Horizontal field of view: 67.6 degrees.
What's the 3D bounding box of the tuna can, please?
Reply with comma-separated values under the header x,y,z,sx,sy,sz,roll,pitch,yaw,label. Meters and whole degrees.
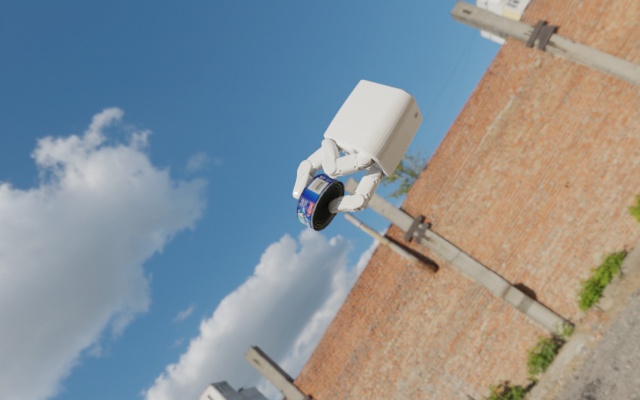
x,y,z,sx,sy,sz,roll,pitch,yaw,label
0.000,0.002,0.741,0.033,0.086,0.086,28,12,24,tuna can
